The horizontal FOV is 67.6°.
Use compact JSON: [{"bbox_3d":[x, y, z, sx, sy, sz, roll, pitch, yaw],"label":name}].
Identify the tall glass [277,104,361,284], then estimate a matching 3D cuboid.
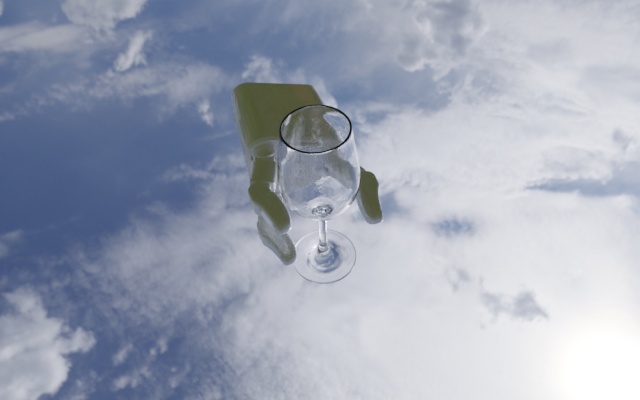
[{"bbox_3d":[0.000,0.002,0.478,0.079,0.079,0.201,0,-39,3],"label":"tall glass"}]
